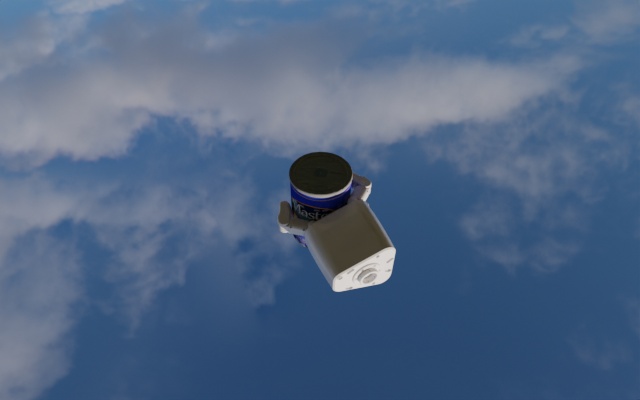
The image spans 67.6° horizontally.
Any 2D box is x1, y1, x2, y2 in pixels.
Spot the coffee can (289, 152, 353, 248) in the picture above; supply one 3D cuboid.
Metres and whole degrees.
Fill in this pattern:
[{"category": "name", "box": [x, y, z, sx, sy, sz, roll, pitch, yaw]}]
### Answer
[{"category": "coffee can", "box": [0.000, 0.002, 0.816, 0.103, 0.102, 0.140, 0, -43, 0]}]
